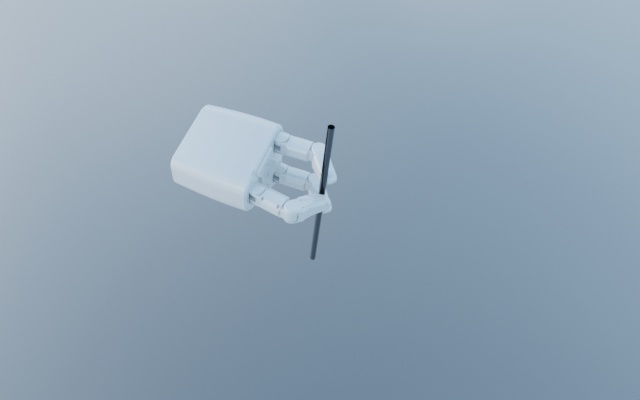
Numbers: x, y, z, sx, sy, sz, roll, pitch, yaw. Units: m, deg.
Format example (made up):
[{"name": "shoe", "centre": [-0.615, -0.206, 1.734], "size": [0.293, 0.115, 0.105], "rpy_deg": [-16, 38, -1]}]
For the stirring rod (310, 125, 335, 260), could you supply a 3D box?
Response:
[{"name": "stirring rod", "centre": [0.000, 0.002, 0.595], "size": [0.011, 0.011, 0.240], "rpy_deg": [0, -41, -7]}]
